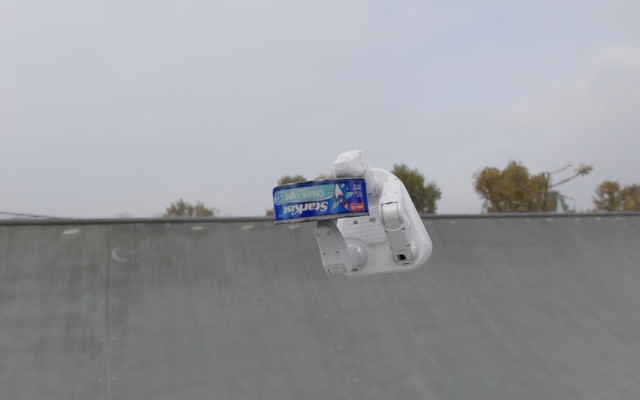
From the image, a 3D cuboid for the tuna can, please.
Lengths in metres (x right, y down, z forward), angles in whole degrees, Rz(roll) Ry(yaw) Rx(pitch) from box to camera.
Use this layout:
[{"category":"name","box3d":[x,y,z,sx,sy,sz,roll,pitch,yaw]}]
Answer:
[{"category":"tuna can","box3d":[0.000,0.001,0.427,0.086,0.034,0.086,-6,-3,0]}]
